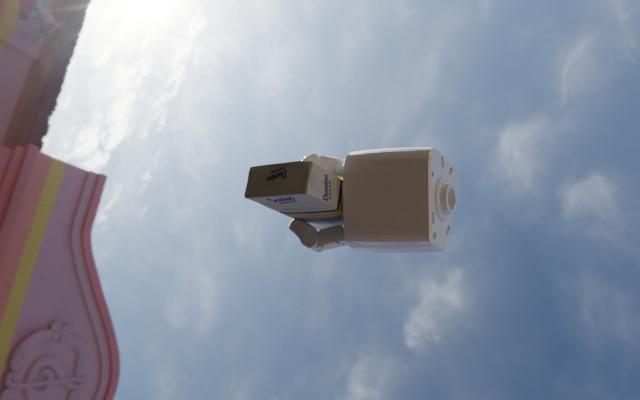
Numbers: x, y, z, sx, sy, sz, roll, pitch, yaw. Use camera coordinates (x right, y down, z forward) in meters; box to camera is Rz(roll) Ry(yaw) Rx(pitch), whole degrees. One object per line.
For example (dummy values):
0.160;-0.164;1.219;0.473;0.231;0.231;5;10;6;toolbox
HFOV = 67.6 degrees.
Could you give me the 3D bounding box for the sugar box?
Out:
0.000;0.001;0.595;0.093;0.048;0.176;-3;-21;35;sugar box
